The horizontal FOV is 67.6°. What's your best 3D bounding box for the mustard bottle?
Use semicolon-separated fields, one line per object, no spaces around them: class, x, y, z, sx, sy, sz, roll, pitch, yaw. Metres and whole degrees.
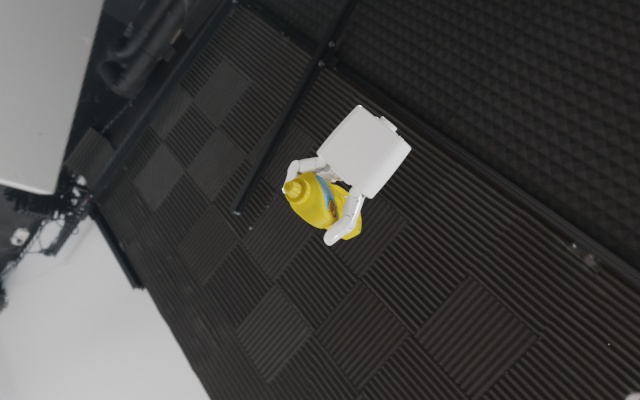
mustard bottle;0.000;0.003;0.798;0.058;0.096;0.192;-28;-27;21
